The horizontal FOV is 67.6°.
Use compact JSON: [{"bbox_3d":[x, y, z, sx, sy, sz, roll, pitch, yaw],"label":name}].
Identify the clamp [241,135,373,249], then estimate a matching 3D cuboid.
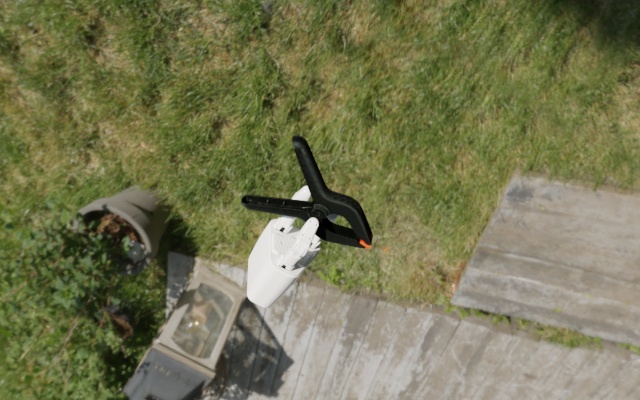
[{"bbox_3d":[0.000,0.003,0.723,0.210,0.036,0.165,30,-49,-9],"label":"clamp"}]
